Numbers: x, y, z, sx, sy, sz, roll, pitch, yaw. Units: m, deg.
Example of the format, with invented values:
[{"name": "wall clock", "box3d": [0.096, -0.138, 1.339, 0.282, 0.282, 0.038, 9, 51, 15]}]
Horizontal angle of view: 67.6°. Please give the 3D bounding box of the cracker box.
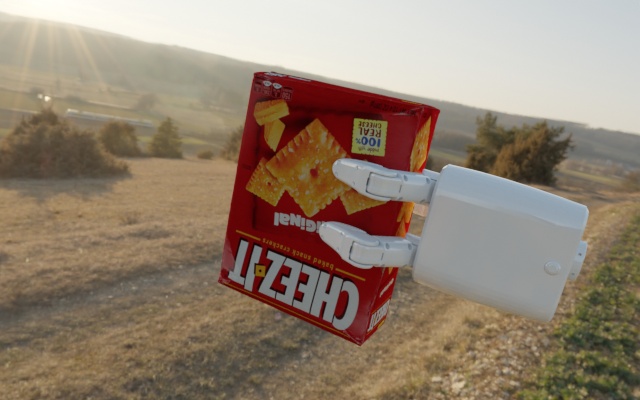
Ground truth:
[{"name": "cracker box", "box3d": [0.000, 0.001, 0.446, 0.164, 0.214, 0.072, 18, 15, 23]}]
